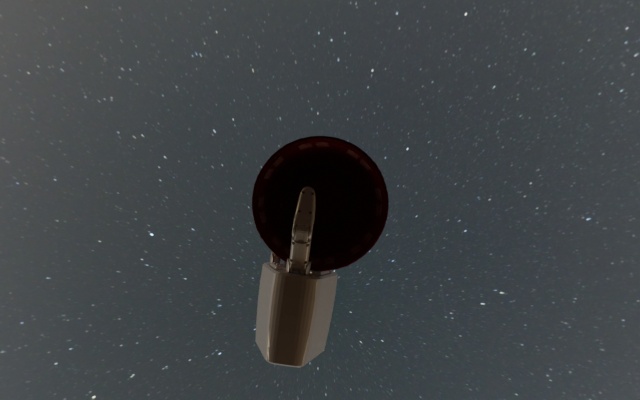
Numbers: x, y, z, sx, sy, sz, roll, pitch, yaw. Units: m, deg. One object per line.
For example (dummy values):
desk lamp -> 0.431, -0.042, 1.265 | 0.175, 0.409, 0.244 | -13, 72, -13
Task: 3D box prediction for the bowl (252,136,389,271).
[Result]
bowl -> 0.001, 0.001, 0.587 | 0.162, 0.162, 0.055 | 0, 7, 2
